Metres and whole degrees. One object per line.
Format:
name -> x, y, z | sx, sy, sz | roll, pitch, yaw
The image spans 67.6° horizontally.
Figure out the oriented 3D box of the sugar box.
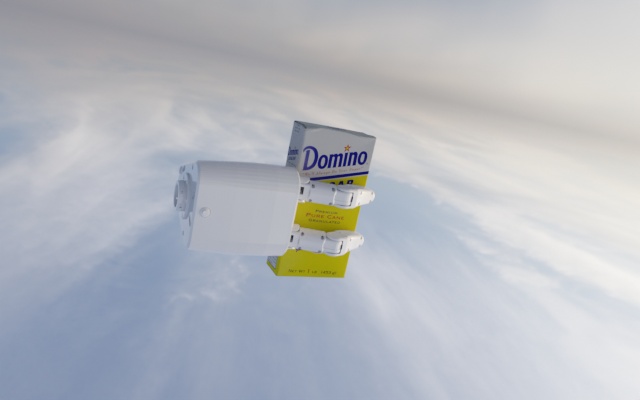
sugar box -> 0.000, 0.002, 0.560 | 0.093, 0.176, 0.048 | 5, 16, -26
